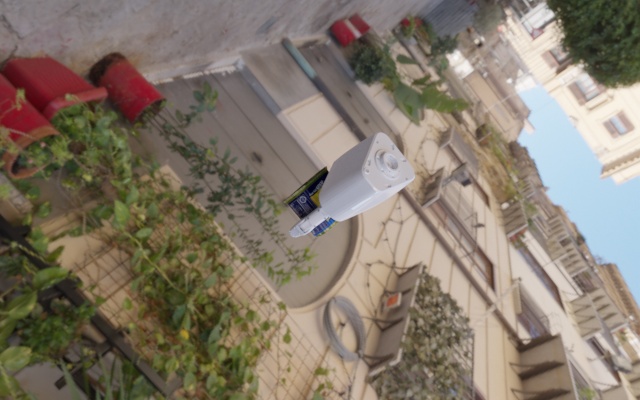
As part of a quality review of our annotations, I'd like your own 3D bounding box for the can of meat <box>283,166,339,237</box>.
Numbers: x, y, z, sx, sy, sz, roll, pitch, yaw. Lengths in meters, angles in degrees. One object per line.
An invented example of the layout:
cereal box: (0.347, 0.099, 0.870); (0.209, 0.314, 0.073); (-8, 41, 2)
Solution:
can of meat: (0.000, 0.003, 0.816); (0.057, 0.084, 0.102); (-35, 6, 43)
